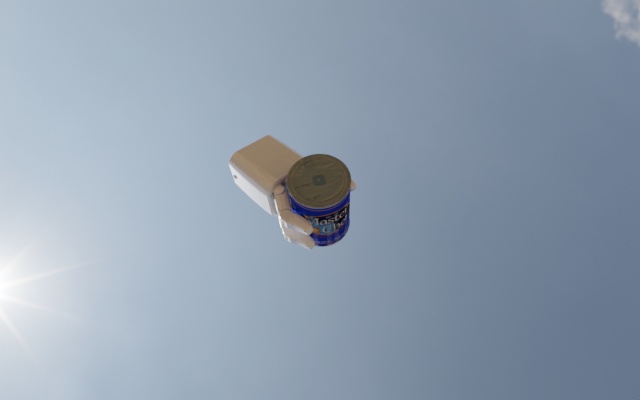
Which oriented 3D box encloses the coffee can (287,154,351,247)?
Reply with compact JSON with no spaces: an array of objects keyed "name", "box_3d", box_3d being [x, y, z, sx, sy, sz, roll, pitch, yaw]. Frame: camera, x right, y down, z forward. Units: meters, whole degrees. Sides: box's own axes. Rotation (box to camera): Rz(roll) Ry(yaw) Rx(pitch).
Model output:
[{"name":"coffee can","box_3d":[0.000,0.003,0.815,0.103,0.102,0.140,0,-31,3]}]
